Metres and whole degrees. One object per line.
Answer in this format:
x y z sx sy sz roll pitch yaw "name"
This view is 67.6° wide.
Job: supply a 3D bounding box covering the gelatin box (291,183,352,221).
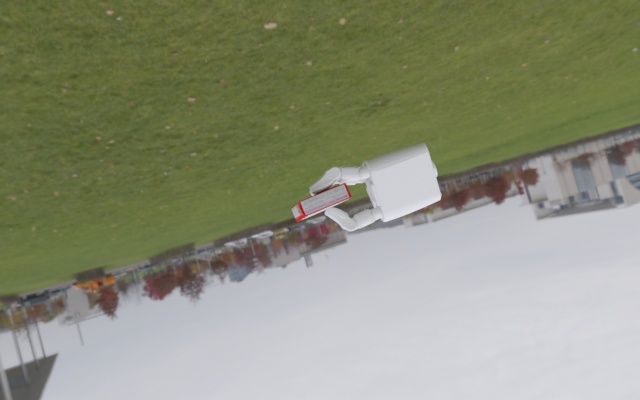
0.000 0.003 0.808 0.089 0.030 0.073 -23 -2 -15 "gelatin box"
